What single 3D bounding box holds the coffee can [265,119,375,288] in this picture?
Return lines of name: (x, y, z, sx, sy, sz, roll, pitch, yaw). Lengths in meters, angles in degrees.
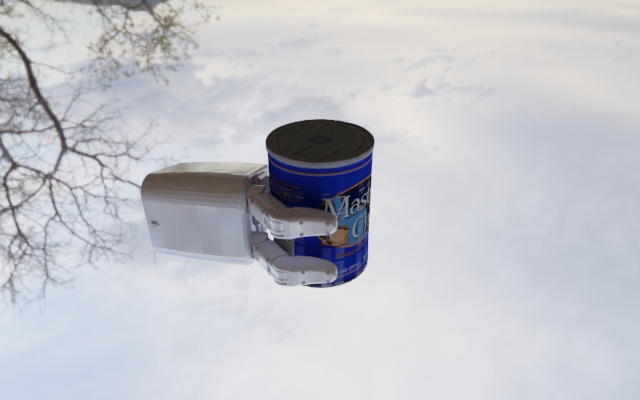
coffee can: (0.000, 0.001, 0.483, 0.103, 0.140, 0.102, 0, 30, 0)
